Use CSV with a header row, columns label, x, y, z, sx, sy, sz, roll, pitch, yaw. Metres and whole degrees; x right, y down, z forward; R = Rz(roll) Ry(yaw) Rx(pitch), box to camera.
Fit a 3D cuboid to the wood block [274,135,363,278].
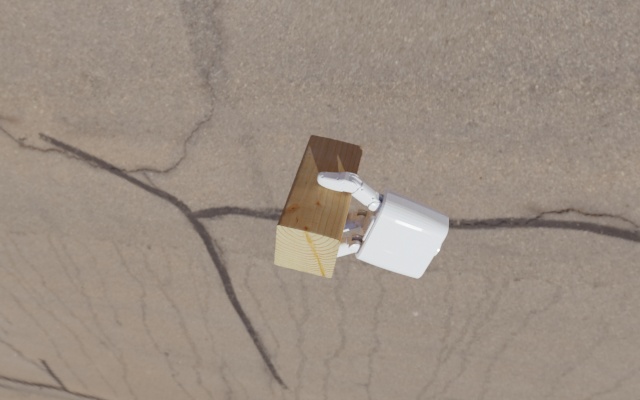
label,x,y,z,sx,sy,sz,roll,pitch,yaw
wood block,0.001,0.002,0.736,0.090,0.091,0.206,14,46,3
